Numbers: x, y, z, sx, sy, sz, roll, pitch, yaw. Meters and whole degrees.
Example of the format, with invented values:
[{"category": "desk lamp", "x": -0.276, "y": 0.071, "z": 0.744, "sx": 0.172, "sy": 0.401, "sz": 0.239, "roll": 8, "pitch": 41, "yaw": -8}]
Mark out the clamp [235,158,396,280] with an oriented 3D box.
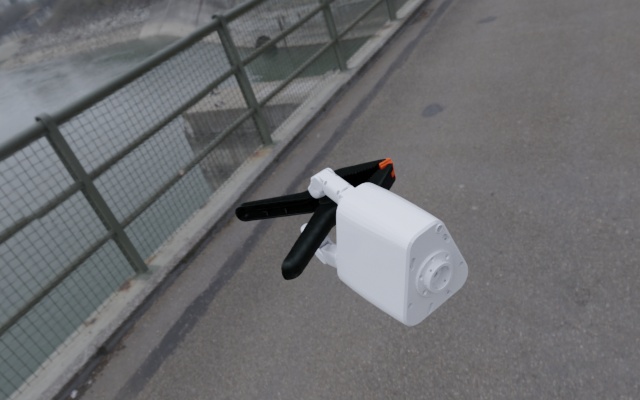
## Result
[{"category": "clamp", "x": 0.000, "y": 0.001, "z": 0.603, "sx": 0.210, "sy": 0.036, "sz": 0.164, "roll": -33, "pitch": 38, "yaw": -21}]
